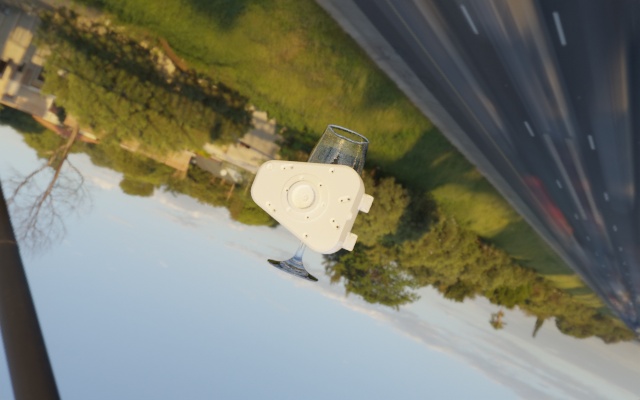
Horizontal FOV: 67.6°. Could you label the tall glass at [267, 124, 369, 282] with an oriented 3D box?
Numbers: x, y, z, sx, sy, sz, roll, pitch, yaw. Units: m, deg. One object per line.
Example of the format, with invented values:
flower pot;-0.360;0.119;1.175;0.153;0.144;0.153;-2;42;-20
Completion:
tall glass;0.000;0.003;0.641;0.079;0.201;0.079;22;-2;1
